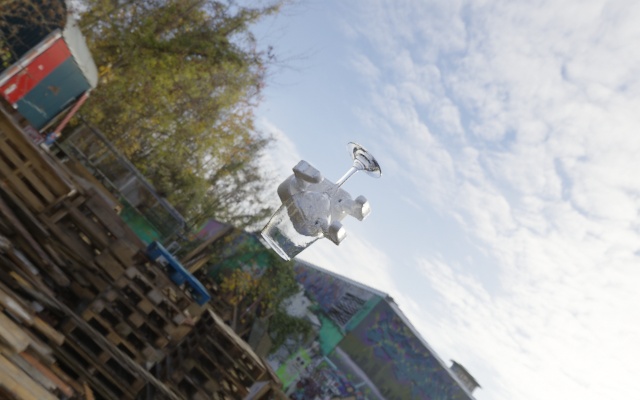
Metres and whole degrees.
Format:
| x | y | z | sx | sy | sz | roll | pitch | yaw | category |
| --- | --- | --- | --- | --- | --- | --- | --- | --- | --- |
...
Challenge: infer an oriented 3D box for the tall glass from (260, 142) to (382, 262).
| x | y | z | sx | sy | sz | roll | pitch | yaw | category |
| --- | --- | --- | --- | --- | --- | --- | --- | --- | --- |
| 0.001 | 0.002 | 0.735 | 0.201 | 0.079 | 0.079 | -44 | 13 | -14 | tall glass |
